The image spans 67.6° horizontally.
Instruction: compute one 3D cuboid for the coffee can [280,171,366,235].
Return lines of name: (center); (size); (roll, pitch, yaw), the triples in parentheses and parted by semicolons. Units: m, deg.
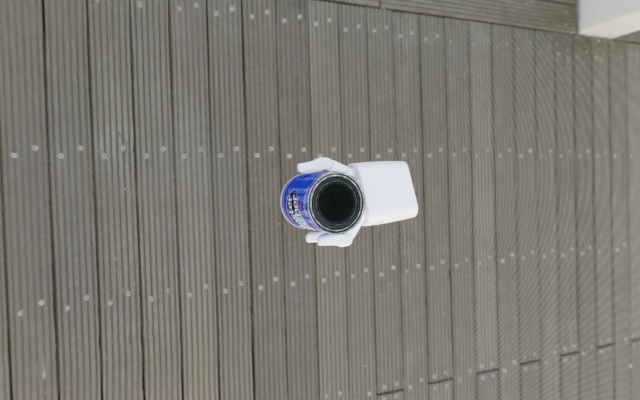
coffee can: (0.000, 0.003, 0.826); (0.103, 0.103, 0.140); (0, 1, -22)
